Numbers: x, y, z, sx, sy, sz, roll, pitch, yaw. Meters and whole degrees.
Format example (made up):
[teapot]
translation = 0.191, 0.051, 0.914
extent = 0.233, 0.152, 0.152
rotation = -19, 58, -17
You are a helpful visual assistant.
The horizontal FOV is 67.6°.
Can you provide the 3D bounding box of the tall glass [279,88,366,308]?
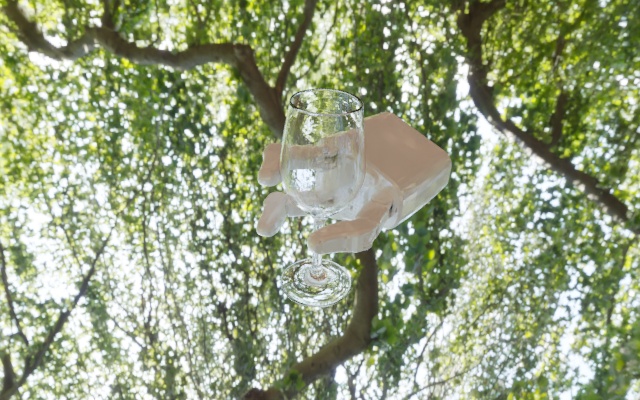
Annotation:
[tall glass]
translation = 0.000, 0.002, 0.448
extent = 0.079, 0.201, 0.079
rotation = 2, 33, -1
